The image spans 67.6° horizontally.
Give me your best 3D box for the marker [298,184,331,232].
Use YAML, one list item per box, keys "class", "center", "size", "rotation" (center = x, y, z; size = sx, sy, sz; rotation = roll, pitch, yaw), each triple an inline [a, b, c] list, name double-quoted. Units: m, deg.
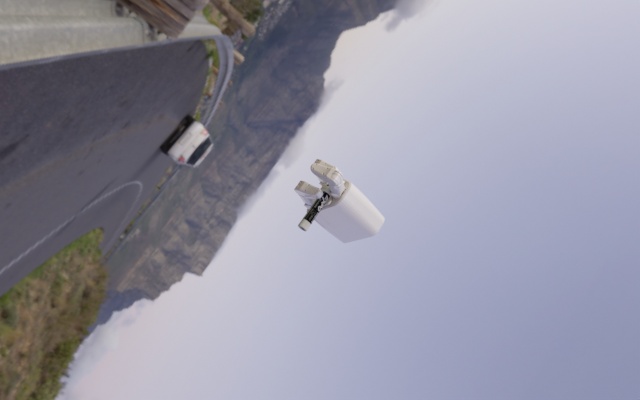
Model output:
- class: "marker"
  center: [0.000, 0.003, 0.866]
  size: [0.020, 0.121, 0.020]
  rotation: [31, -18, 11]
